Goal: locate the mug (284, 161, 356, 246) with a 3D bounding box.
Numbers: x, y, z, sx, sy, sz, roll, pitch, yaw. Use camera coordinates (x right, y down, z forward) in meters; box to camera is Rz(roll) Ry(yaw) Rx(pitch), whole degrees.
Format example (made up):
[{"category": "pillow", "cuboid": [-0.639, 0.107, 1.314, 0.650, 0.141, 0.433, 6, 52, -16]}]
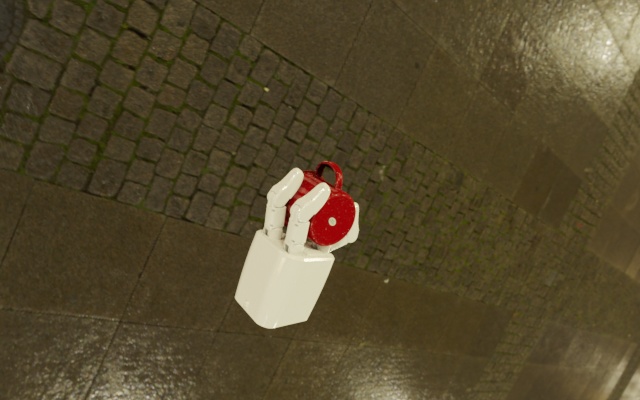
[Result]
[{"category": "mug", "cuboid": [0.001, 0.001, 0.677, 0.093, 0.117, 0.081, 12, 13, -42]}]
